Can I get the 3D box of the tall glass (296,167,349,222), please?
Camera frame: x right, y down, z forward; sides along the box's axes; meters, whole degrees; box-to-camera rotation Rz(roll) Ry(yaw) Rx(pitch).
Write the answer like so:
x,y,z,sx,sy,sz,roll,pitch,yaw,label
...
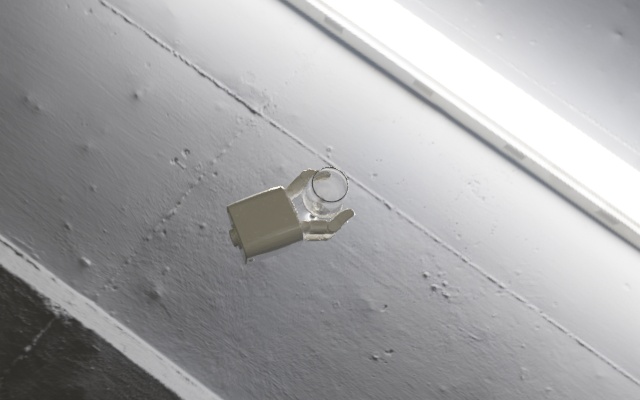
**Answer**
x,y,z,sx,sy,sz,roll,pitch,yaw,label
0.000,0.003,0.875,0.079,0.079,0.201,0,-17,-10,tall glass
